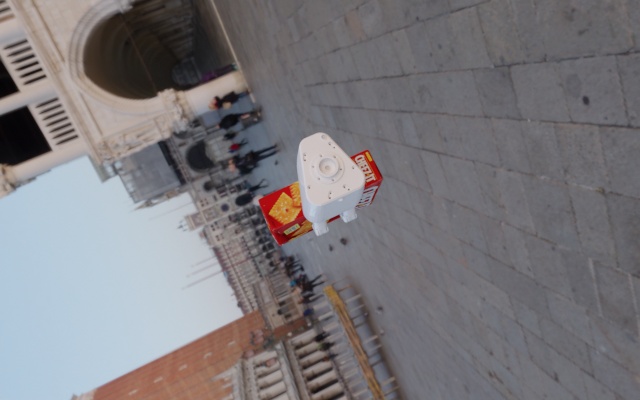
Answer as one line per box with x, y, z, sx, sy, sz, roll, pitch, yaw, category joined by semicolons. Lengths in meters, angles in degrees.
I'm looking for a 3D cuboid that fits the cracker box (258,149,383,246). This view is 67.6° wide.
0.000;0.003;0.891;0.213;0.072;0.164;-24;-13;-8;cracker box
